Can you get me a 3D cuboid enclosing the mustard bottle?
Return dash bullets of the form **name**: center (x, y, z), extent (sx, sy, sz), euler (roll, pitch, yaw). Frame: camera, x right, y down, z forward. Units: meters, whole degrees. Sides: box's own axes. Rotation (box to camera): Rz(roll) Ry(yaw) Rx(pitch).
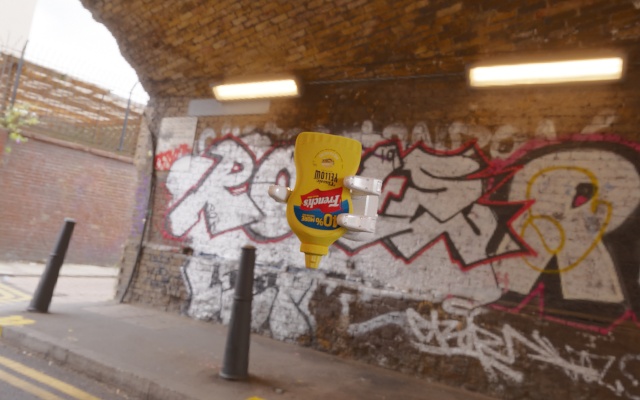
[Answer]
- **mustard bottle**: center (0.000, 0.002, 0.691), extent (0.096, 0.191, 0.058), euler (9, -7, -7)
